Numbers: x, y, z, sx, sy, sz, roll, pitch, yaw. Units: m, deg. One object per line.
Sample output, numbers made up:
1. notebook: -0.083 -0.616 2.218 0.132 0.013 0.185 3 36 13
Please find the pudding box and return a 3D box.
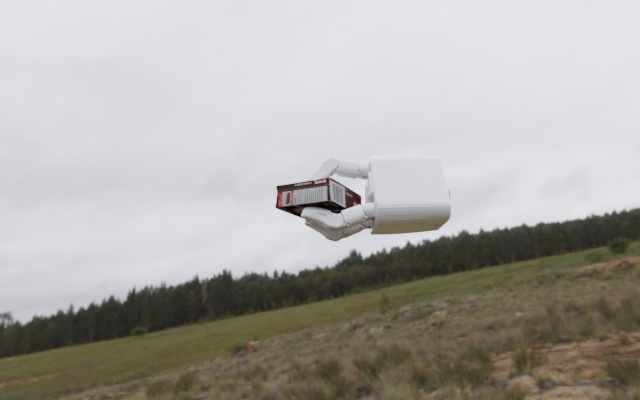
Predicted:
1. pudding box: 0.000 0.002 0.709 0.090 0.039 0.113 -8 -19 26
